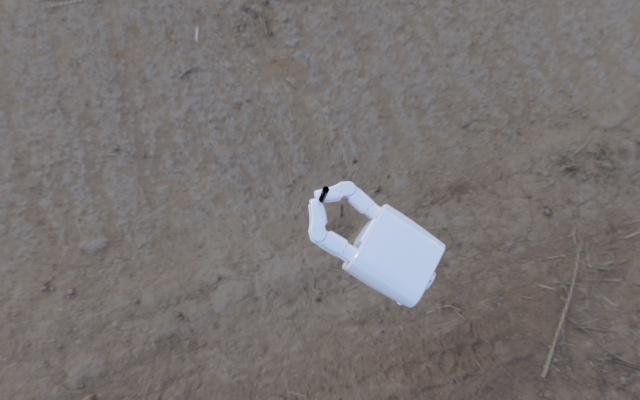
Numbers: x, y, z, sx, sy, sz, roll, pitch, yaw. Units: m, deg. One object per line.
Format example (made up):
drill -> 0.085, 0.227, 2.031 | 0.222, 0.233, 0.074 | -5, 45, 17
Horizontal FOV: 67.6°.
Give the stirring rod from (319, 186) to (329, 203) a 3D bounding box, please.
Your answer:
stirring rod -> 0.000, 0.002, 0.681 | 0.011, 0.011, 0.239 | 0, -7, -3
